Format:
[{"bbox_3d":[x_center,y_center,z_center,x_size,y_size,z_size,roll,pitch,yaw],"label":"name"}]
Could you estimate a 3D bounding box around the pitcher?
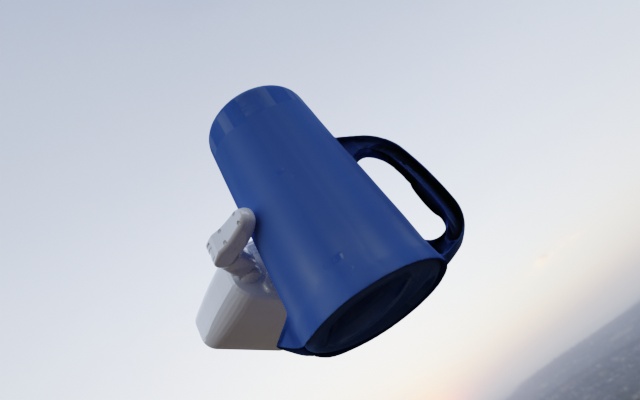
[{"bbox_3d":[0.000,0.002,0.436,0.149,0.242,0.145,-5,-41,-40],"label":"pitcher"}]
